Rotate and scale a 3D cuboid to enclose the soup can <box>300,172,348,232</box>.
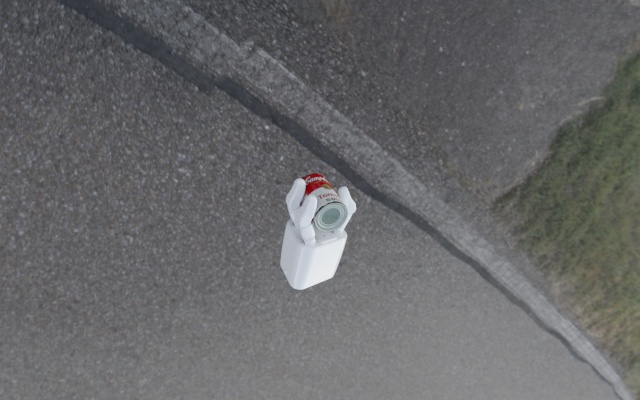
[{"bbox_3d":[0.000,0.003,0.883,0.068,0.068,0.102,0,34,-27],"label":"soup can"}]
